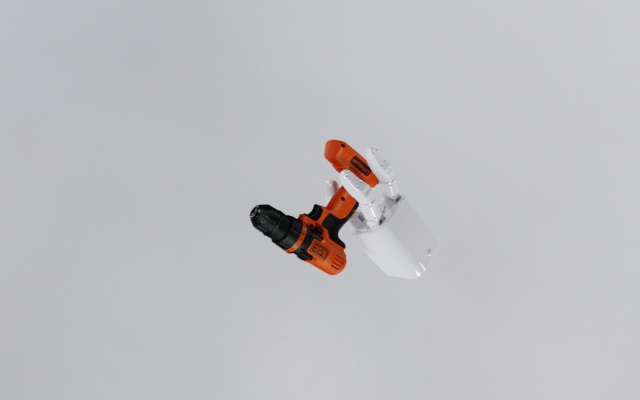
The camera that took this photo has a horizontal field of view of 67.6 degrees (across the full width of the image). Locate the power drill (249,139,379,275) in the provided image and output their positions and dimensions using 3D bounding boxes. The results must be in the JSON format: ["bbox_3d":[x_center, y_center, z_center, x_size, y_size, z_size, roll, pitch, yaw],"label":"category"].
[{"bbox_3d":[0.001,0.002,0.739,0.184,0.187,0.057,36,-11,-33],"label":"power drill"}]
